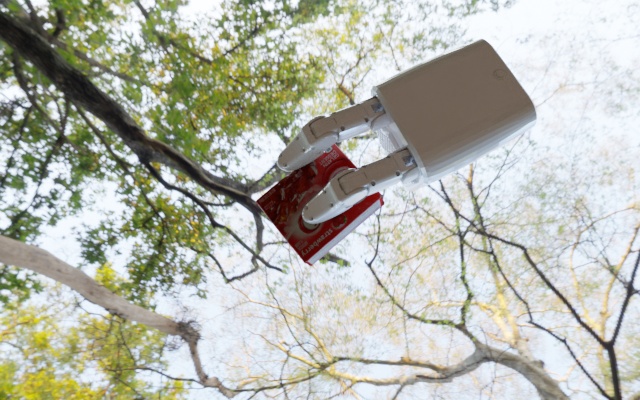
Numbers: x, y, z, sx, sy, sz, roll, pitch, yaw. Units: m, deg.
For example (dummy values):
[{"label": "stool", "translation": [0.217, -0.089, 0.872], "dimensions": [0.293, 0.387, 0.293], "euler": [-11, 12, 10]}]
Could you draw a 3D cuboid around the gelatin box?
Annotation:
[{"label": "gelatin box", "translation": [0.000, 0.002, 0.422], "dimensions": [0.089, 0.073, 0.030], "euler": [-40, -19, -1]}]
